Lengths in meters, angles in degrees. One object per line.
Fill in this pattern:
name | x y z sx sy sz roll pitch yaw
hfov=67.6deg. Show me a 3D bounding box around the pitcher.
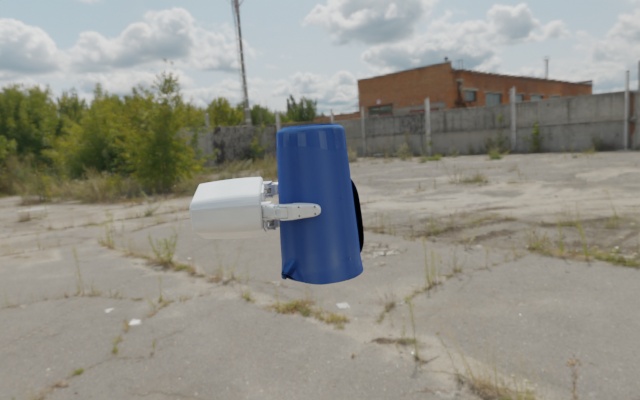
pitcher | 0.000 0.003 0.767 0.145 0.243 0.149 -5 7 -1
